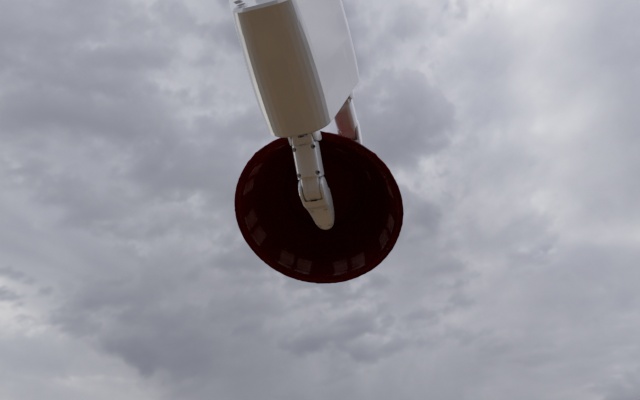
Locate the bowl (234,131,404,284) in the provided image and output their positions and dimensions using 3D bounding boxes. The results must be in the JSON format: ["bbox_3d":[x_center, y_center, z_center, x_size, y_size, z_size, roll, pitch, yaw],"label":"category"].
[{"bbox_3d":[0.000,0.003,0.475,0.162,0.162,0.055,0,25,8],"label":"bowl"}]
